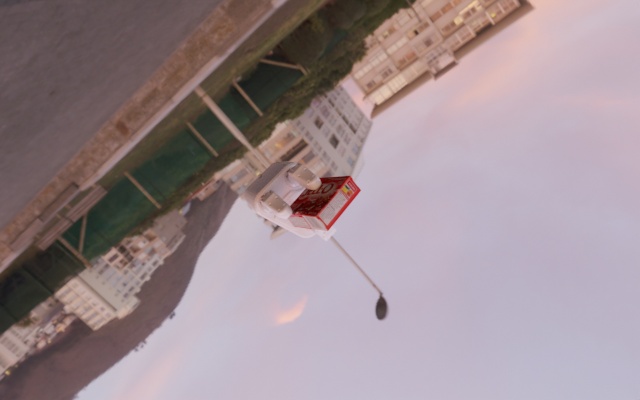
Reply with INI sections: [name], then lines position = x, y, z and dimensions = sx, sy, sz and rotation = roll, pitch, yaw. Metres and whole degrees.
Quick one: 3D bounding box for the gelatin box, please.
[gelatin box]
position = 0.001, 0.002, 0.630
dimensions = 0.073, 0.030, 0.089
rotation = -49, 24, -22
